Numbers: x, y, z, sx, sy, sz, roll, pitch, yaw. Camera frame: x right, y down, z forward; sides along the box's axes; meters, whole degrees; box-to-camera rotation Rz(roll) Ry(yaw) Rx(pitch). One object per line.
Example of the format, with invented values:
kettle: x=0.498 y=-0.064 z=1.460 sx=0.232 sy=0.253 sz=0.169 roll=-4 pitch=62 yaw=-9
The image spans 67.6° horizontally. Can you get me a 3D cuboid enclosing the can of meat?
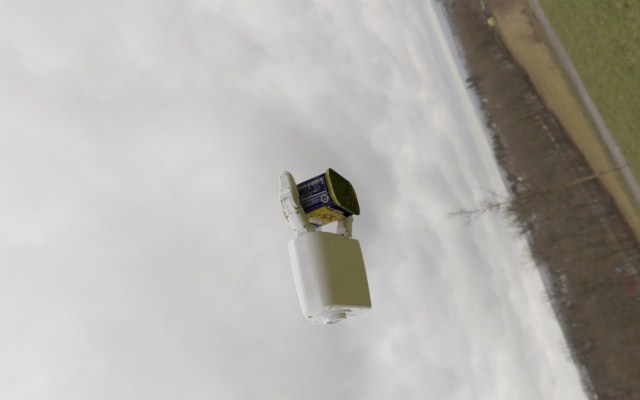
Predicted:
can of meat: x=0.000 y=0.002 z=0.710 sx=0.084 sy=0.057 sz=0.102 roll=-22 pitch=-22 yaw=20
